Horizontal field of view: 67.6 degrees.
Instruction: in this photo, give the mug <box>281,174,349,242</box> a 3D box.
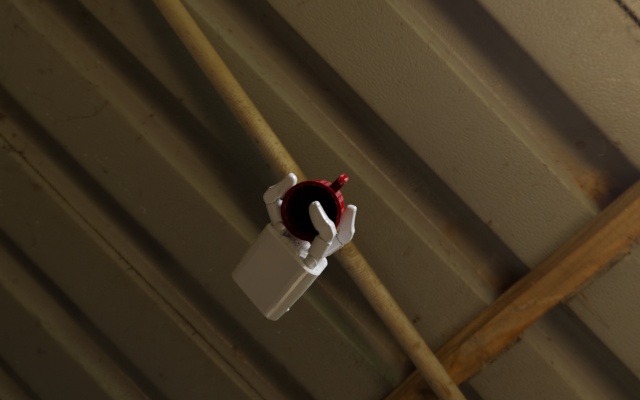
[{"bbox_3d":[0.001,0.001,0.748,0.093,0.117,0.081,42,13,2],"label":"mug"}]
